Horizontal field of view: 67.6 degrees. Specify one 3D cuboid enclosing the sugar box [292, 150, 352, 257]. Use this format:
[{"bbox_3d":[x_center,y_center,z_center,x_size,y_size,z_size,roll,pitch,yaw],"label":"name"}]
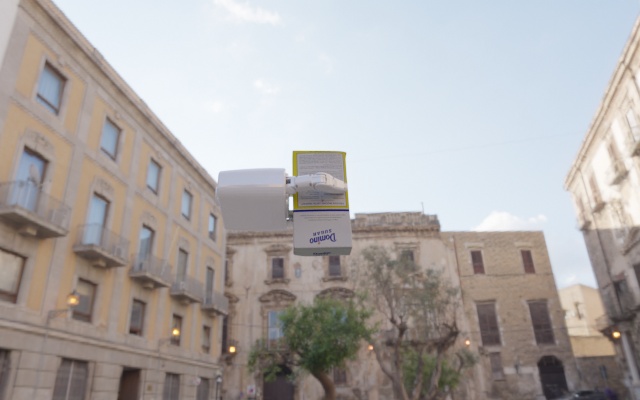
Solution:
[{"bbox_3d":[0.000,0.003,0.781,0.093,0.176,0.048,0,-24,-3],"label":"sugar box"}]
